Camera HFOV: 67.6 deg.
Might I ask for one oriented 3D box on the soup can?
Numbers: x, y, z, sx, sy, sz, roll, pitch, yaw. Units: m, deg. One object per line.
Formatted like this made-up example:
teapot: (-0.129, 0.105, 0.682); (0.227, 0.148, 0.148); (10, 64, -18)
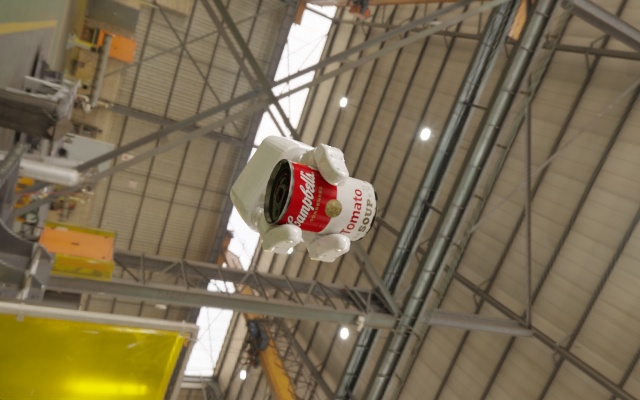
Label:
soup can: (0.001, 0.002, 0.501); (0.102, 0.068, 0.068); (14, -6, -26)
